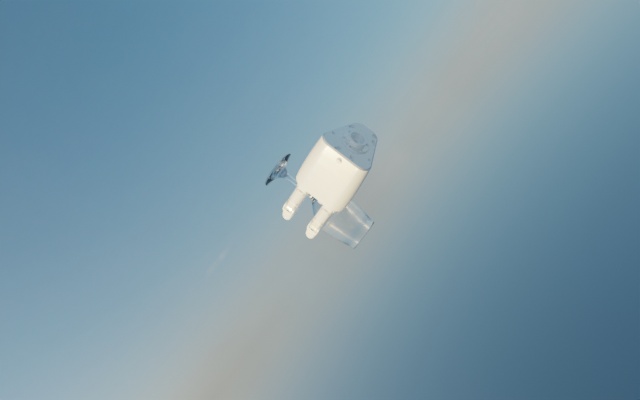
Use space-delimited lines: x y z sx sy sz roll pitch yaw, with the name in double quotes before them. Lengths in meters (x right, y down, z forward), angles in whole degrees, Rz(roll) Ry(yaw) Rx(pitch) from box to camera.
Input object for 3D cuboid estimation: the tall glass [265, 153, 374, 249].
"tall glass" 0.000 0.002 0.870 0.201 0.079 0.079 38 3 4
